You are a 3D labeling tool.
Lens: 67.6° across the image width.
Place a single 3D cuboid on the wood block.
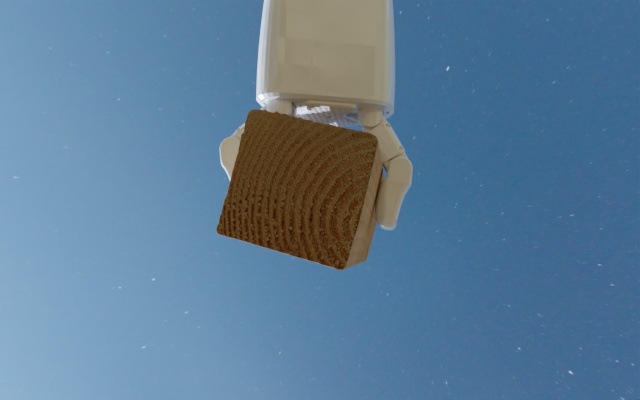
[{"bbox_3d":[0.000,0.001,0.406,0.091,0.090,0.206,14,-3,10],"label":"wood block"}]
